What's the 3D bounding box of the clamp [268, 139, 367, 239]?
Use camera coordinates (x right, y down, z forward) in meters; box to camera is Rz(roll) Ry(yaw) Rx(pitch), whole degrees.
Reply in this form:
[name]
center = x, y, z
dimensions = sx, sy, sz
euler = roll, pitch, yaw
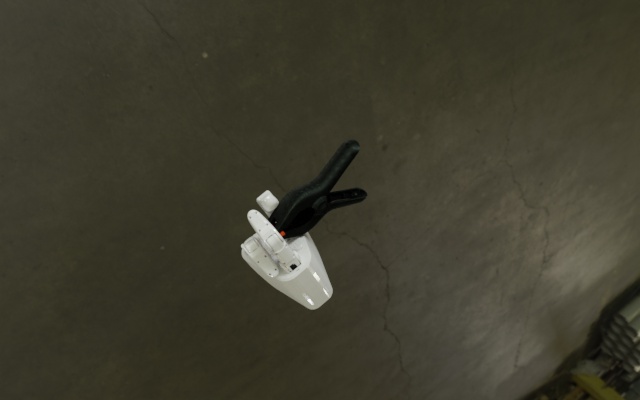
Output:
[clamp]
center = 0.000, 0.003, 0.671
dimensions = 0.039, 0.171, 0.120
euler = 45, -10, 42
